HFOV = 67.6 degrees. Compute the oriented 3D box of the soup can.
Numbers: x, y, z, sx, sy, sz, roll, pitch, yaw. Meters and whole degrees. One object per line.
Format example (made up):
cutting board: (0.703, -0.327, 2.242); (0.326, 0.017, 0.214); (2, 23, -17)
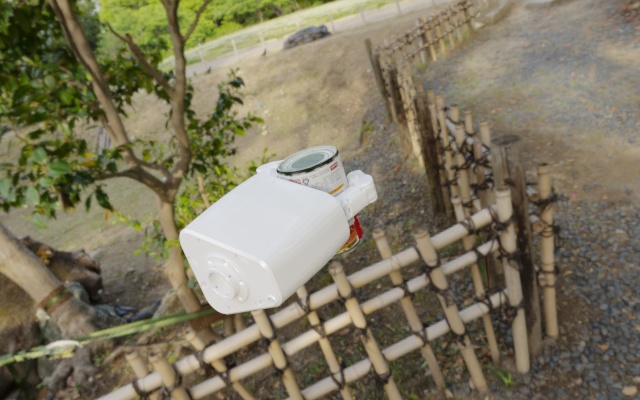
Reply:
soup can: (0.000, 0.001, 0.502); (0.068, 0.102, 0.068); (-15, 22, 7)
